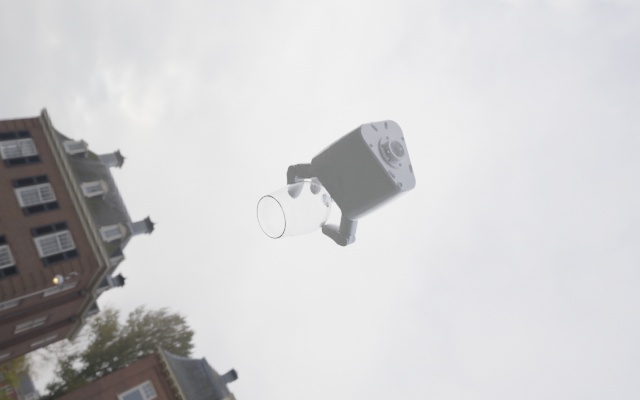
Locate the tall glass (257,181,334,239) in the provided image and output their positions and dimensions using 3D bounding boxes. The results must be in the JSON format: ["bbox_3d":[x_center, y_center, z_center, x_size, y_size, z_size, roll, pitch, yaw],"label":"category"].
[{"bbox_3d":[0.001,0.002,0.724,0.079,0.079,0.201,0,12,45],"label":"tall glass"}]
